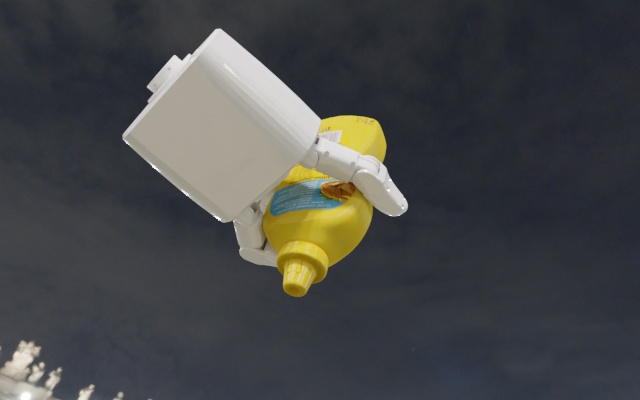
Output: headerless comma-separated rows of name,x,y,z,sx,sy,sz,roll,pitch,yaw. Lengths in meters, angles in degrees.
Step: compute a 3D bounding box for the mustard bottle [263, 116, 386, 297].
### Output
mustard bottle,0.000,0.001,0.425,0.096,0.058,0.191,-7,41,23
